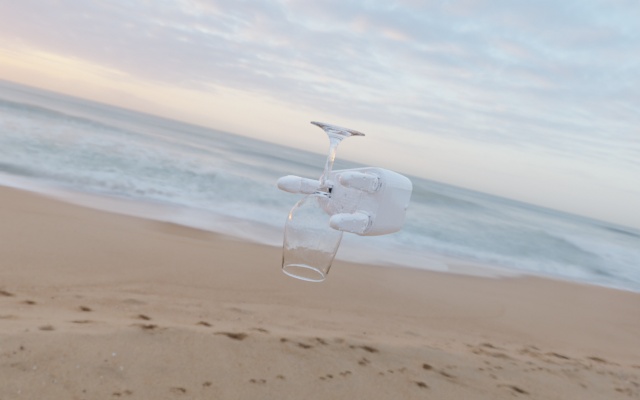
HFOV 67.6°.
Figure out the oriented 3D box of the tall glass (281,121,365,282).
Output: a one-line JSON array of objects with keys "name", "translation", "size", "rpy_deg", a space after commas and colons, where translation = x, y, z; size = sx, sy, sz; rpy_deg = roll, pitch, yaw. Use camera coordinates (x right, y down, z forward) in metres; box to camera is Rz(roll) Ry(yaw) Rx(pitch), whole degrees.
[{"name": "tall glass", "translation": [0.000, 0.001, 0.632], "size": [0.079, 0.201, 0.079], "rpy_deg": [13, 6, -1]}]
